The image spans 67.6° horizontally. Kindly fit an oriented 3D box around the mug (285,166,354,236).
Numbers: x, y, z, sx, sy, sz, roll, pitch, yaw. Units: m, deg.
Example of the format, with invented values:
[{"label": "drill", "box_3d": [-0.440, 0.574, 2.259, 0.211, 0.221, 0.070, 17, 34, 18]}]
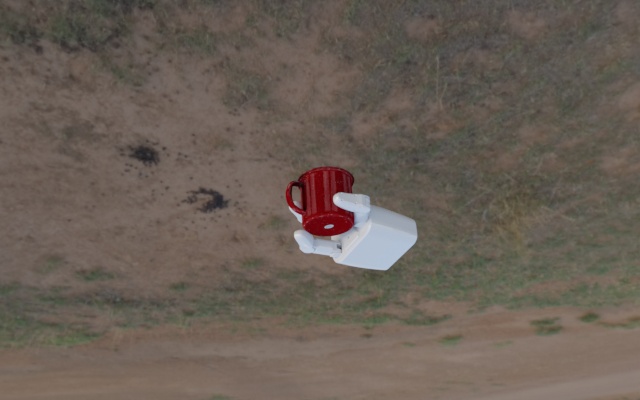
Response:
[{"label": "mug", "box_3d": [-0.001, 0.002, 0.746, 0.117, 0.081, 0.093, 14, -33, -28]}]
